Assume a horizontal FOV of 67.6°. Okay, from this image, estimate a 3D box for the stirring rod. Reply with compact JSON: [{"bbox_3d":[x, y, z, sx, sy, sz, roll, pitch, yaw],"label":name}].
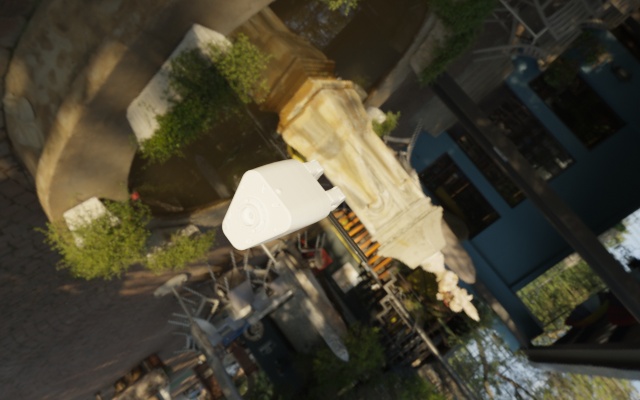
[{"bbox_3d":[0.000,0.002,0.767,0.011,0.239,0.011,-37,-10,-8],"label":"stirring rod"}]
